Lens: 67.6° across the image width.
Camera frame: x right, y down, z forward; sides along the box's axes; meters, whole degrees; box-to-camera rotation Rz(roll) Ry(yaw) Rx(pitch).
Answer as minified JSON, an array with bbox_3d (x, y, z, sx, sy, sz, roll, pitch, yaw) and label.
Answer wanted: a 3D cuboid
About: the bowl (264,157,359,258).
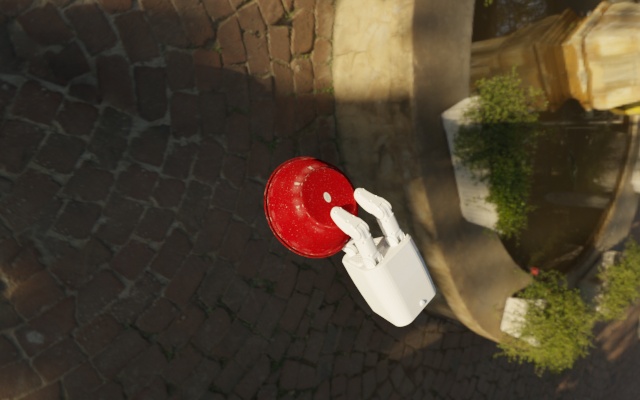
[{"bbox_3d":[-0.001,0.001,0.716,0.162,0.162,0.055,0,-15,-28],"label":"bowl"}]
